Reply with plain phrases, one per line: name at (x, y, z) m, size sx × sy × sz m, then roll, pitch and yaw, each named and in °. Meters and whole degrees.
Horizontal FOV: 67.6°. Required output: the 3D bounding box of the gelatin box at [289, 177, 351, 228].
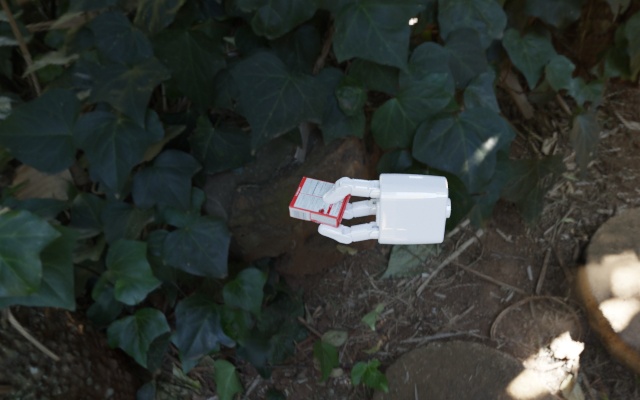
gelatin box at (0.000, 0.002, 0.816) m, size 0.089 × 0.073 × 0.030 m, roll 13°, pitch -38°, yaw 12°
